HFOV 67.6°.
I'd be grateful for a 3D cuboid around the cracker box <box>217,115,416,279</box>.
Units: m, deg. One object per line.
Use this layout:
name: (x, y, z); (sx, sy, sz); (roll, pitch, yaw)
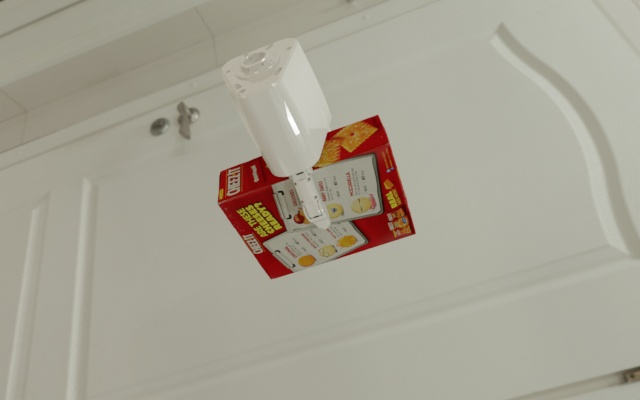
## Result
cracker box: (0.000, 0.002, 0.621); (0.214, 0.164, 0.072); (-18, 42, 8)
